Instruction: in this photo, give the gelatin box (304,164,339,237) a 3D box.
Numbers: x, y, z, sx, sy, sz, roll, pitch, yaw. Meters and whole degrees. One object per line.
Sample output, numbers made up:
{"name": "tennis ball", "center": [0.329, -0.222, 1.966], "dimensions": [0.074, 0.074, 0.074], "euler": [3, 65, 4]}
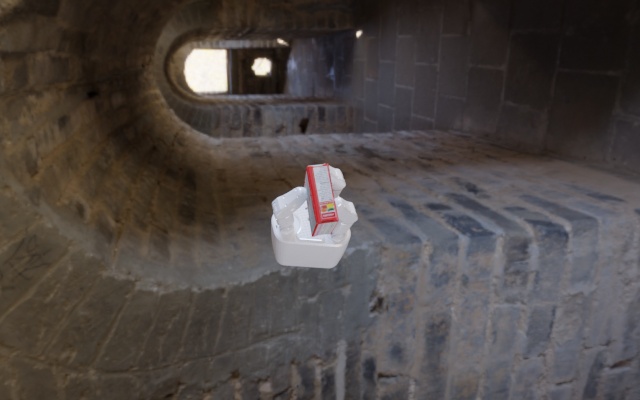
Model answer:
{"name": "gelatin box", "center": [0.000, 0.002, 0.608], "dimensions": [0.030, 0.073, 0.089], "euler": [-8, -14, -6]}
